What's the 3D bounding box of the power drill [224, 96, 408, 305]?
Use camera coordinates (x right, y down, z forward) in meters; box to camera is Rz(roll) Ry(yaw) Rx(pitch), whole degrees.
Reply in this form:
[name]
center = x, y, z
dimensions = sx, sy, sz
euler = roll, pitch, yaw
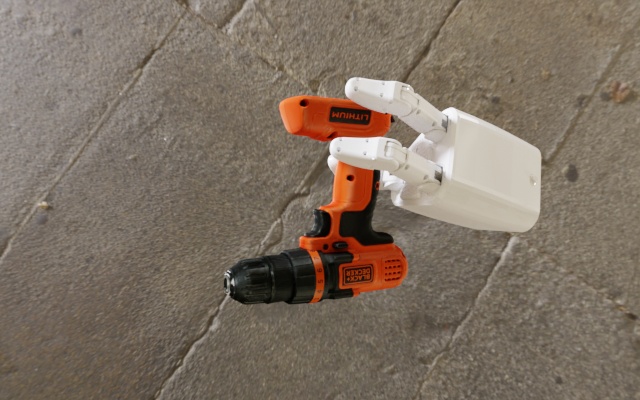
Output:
[power drill]
center = 0.000, 0.001, 0.446
dimensions = 0.184, 0.187, 0.057
euler = -2, 5, -29
